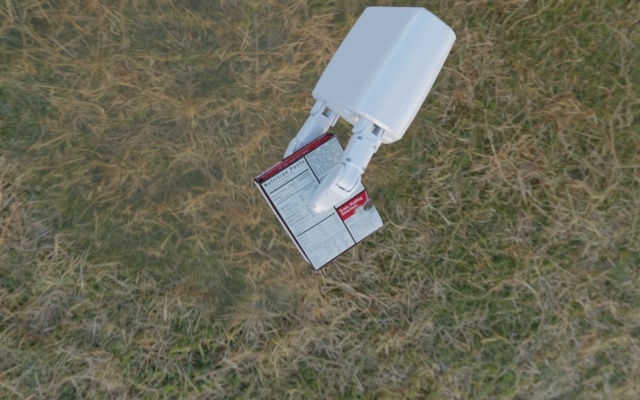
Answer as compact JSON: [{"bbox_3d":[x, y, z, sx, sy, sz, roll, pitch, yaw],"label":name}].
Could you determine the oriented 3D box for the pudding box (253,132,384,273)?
[{"bbox_3d":[0.000,0.002,0.479,0.090,0.113,0.039,-33,17,-6],"label":"pudding box"}]
